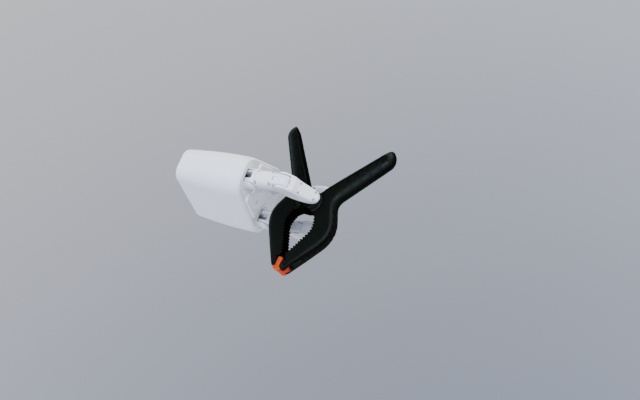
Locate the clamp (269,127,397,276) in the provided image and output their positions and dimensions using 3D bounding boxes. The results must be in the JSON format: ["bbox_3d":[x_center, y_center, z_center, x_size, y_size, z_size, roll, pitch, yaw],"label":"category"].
[{"bbox_3d":[-0.001,0.002,0.628,0.164,0.210,0.036,11,-21,24],"label":"clamp"}]
